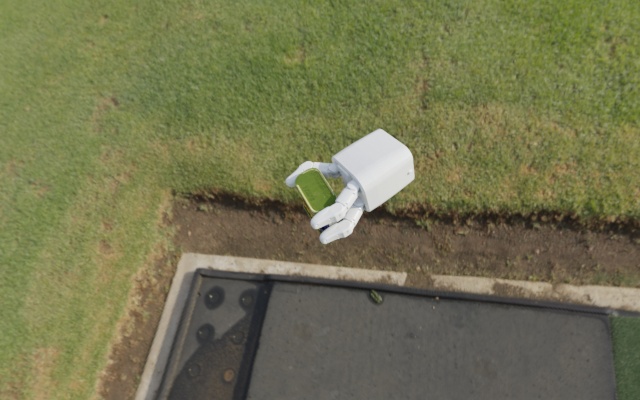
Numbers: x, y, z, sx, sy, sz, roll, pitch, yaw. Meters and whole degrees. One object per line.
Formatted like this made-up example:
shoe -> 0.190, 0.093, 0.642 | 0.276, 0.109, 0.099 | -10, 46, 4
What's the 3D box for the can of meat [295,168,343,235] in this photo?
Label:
can of meat -> 0.000, 0.003, 0.851 | 0.057, 0.102, 0.084 | -30, -33, -5
